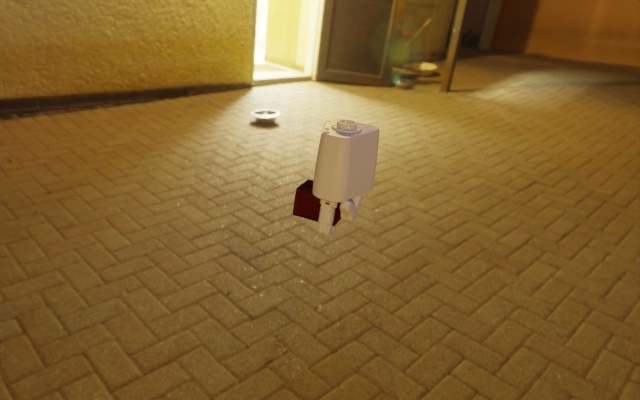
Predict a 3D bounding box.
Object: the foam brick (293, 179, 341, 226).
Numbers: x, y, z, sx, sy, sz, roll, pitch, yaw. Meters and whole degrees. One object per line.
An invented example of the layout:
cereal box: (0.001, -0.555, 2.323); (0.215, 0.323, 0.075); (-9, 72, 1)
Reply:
foam brick: (0.000, 0.003, 0.812); (0.078, 0.051, 0.053); (15, 26, 18)
